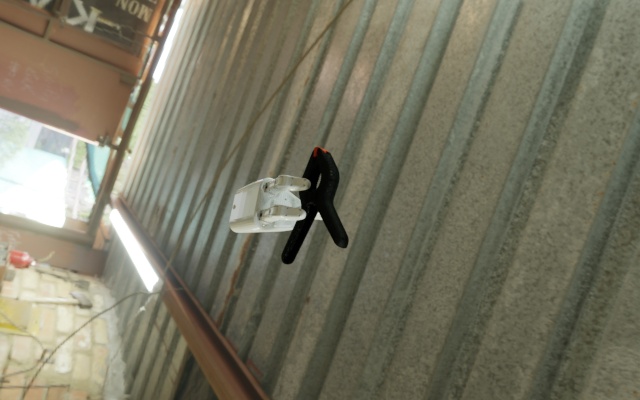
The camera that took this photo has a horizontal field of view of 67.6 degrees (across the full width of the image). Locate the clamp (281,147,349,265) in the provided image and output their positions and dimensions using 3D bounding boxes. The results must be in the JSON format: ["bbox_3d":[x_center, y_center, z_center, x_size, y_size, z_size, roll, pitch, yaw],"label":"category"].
[{"bbox_3d":[0.001,0.002,0.816,0.036,0.210,0.164,22,-21,-34],"label":"clamp"}]
